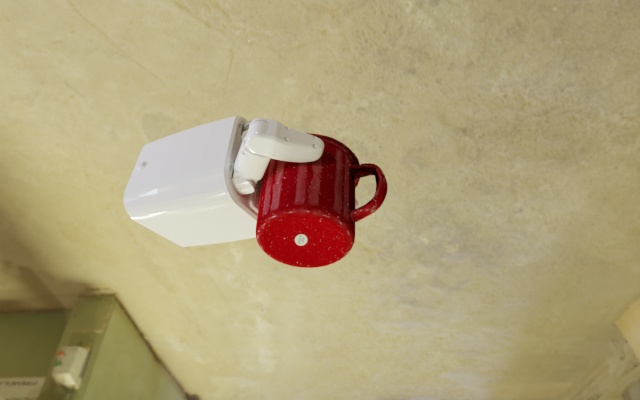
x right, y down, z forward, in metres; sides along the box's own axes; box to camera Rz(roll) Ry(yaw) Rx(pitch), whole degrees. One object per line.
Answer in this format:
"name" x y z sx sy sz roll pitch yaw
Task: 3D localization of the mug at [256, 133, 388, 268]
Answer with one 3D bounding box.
"mug" 0.001 0.001 0.406 0.117 0.081 0.093 -12 -44 16
